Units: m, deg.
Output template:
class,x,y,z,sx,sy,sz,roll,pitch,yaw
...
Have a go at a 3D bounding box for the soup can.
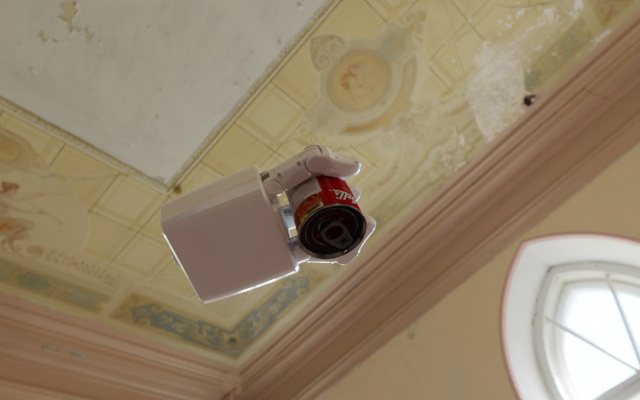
class,x,y,z,sx,sy,sz,roll,pitch,yaw
soup can,0.000,0.001,0.493,0.068,0.068,0.102,0,36,-17
